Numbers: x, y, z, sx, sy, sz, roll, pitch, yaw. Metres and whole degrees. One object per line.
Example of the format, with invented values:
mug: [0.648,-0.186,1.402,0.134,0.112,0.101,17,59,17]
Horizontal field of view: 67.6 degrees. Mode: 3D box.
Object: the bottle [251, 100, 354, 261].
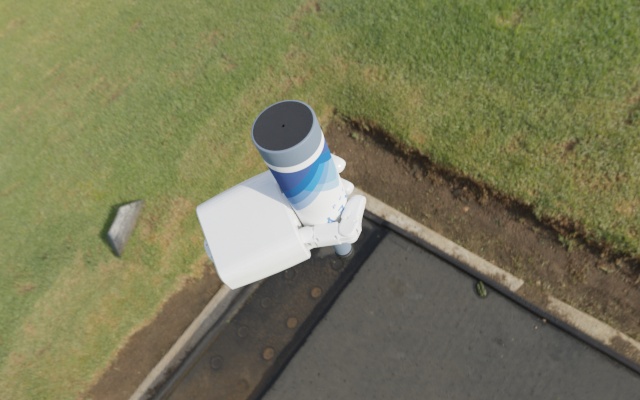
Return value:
bottle: [0.000,0.002,0.585,0.069,0.069,0.296,0,-31,17]
